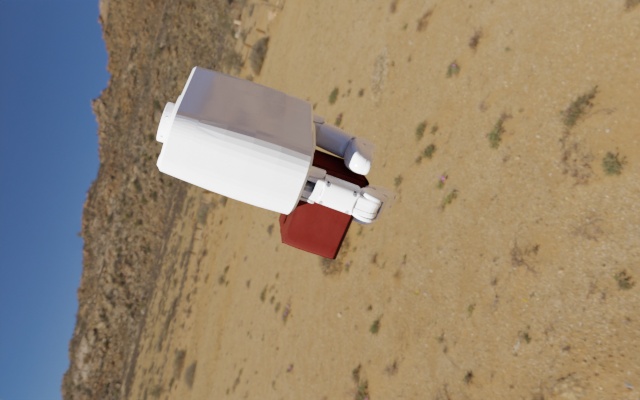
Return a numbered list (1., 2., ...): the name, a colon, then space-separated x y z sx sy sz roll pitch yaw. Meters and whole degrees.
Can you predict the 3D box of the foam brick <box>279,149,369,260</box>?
1. foam brick: 0.000 0.002 0.419 0.051 0.078 0.053 17 19 -16
